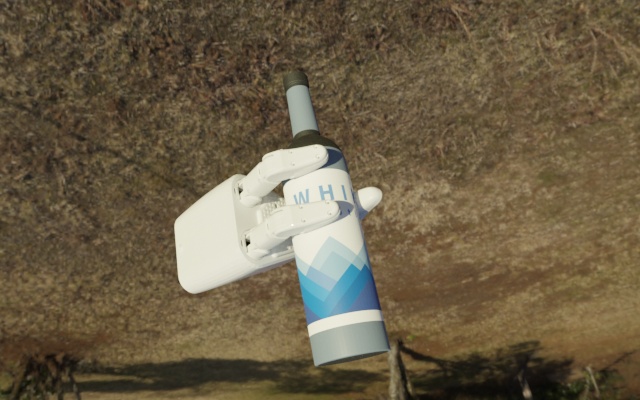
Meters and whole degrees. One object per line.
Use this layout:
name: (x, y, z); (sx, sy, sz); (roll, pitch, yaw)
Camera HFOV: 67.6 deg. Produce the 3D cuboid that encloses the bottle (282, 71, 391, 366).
bottle: (0.000, 0.002, 0.462); (0.069, 0.295, 0.069); (-10, -22, -4)
